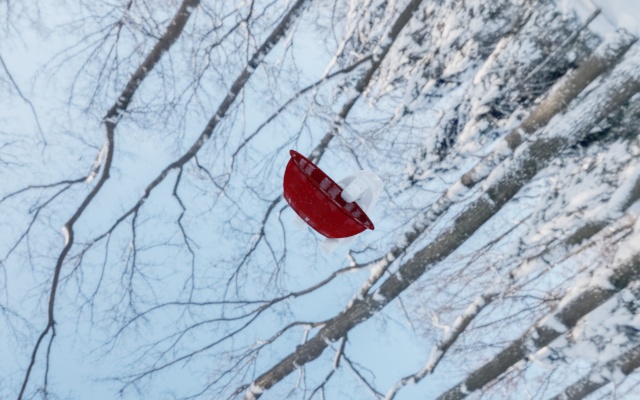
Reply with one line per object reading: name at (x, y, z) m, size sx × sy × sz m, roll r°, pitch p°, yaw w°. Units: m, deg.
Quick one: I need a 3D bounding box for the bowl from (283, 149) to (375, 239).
bowl at (-0.001, 0.002, 0.668) m, size 0.162 × 0.055 × 0.162 m, roll 42°, pitch 8°, yaw -8°
